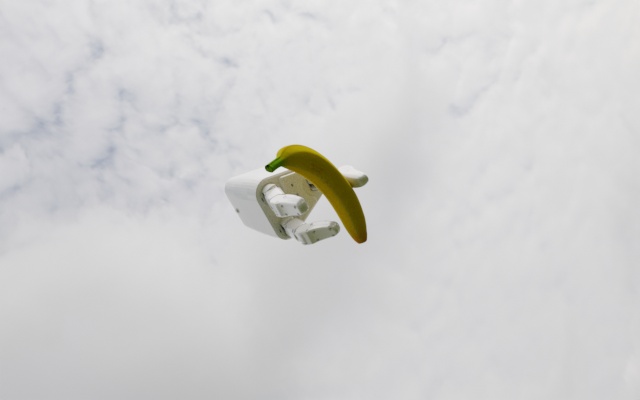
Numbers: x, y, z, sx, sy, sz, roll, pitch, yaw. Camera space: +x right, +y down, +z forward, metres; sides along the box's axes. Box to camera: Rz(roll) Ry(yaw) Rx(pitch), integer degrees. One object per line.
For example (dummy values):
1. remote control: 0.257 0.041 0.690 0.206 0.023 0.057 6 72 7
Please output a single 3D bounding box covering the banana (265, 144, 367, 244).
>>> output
1. banana: 0.005 -0.016 0.616 0.037 0.069 0.198 1 -29 48
